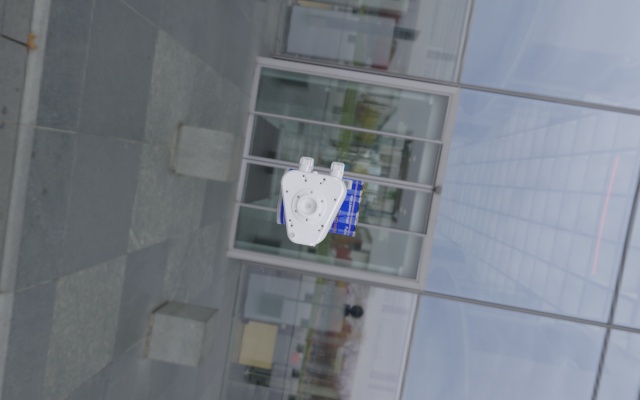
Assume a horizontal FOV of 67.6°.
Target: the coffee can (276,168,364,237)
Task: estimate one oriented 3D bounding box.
[{"bbox_3d":[0.000,0.003,0.856,0.140,0.103,0.103,10,0,3],"label":"coffee can"}]
